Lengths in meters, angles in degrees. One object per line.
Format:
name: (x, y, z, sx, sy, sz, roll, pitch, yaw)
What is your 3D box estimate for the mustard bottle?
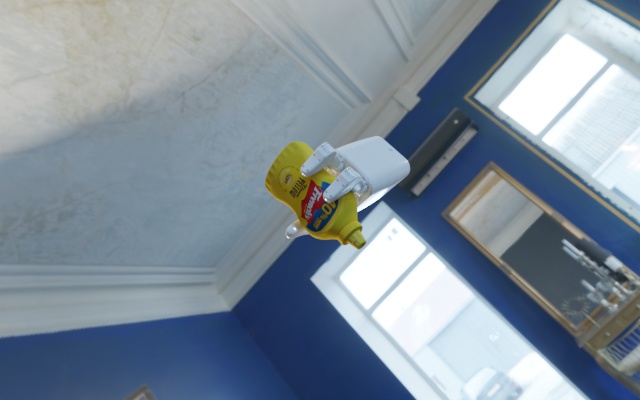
mustard bottle: (0.000, 0.002, 0.731, 0.191, 0.096, 0.058, 46, 24, 23)
